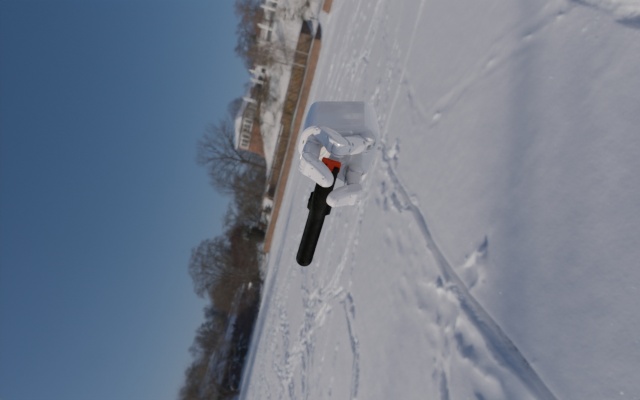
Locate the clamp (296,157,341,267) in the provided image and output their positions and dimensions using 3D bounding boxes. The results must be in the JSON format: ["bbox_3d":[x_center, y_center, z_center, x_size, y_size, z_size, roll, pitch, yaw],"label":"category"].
[{"bbox_3d":[0.000,0.002,0.711,0.039,0.172,0.120,15,34,-6],"label":"clamp"}]
